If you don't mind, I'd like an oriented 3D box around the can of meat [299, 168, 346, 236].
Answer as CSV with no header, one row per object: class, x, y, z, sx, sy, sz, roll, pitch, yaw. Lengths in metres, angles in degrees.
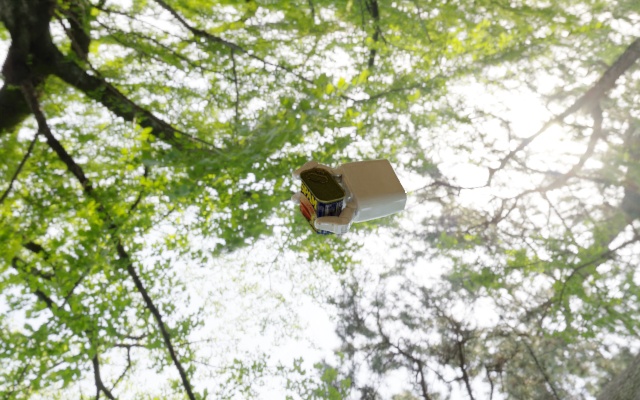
can of meat,0.000,0.003,0.875,0.057,0.084,0.102,-13,41,-23
